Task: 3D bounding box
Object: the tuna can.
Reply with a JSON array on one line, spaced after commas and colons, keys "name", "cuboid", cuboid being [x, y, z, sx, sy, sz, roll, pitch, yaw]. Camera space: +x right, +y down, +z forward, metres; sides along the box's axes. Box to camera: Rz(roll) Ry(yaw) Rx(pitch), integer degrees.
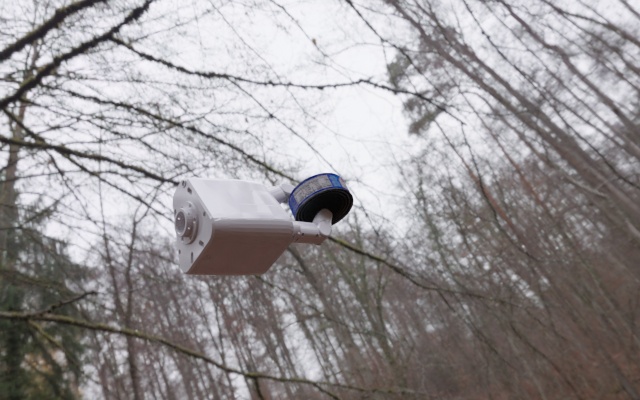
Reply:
[{"name": "tuna can", "cuboid": [0.000, 0.002, 0.656, 0.086, 0.033, 0.086, -17, -36, -13]}]
